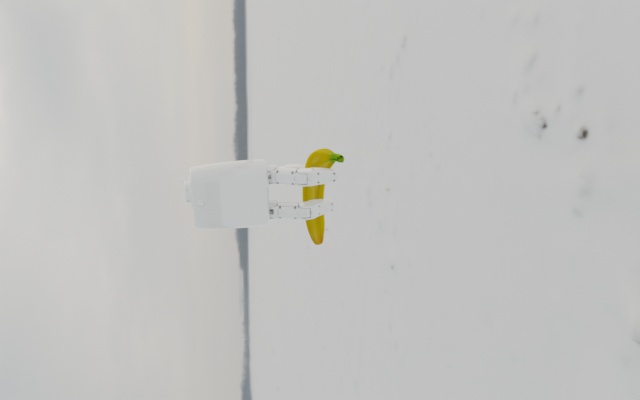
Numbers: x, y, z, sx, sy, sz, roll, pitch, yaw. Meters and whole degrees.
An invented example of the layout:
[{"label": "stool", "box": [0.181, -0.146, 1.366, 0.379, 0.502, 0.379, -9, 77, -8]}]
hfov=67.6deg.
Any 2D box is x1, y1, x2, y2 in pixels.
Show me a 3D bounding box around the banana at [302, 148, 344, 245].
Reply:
[{"label": "banana", "box": [-0.005, -0.013, 0.751, 0.037, 0.069, 0.198, -9, -41, -18]}]
